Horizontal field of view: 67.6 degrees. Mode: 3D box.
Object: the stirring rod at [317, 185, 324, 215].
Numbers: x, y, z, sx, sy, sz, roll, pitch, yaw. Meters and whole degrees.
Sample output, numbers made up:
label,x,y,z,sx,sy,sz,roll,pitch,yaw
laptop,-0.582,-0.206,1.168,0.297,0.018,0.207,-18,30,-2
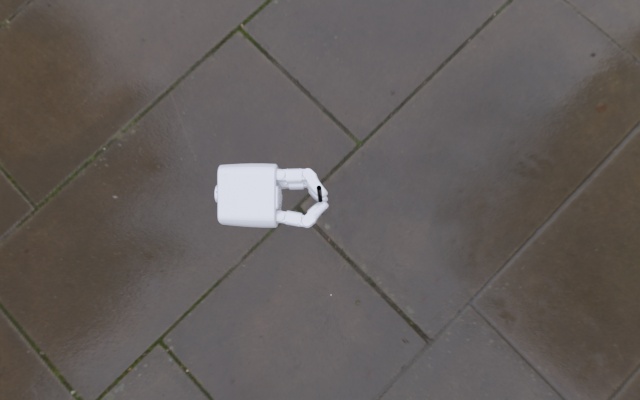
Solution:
label,x,y,z,sx,sy,sz,roll,pitch,yaw
stirring rod,0.000,0.003,0.883,0.011,0.011,0.239,0,-11,1
